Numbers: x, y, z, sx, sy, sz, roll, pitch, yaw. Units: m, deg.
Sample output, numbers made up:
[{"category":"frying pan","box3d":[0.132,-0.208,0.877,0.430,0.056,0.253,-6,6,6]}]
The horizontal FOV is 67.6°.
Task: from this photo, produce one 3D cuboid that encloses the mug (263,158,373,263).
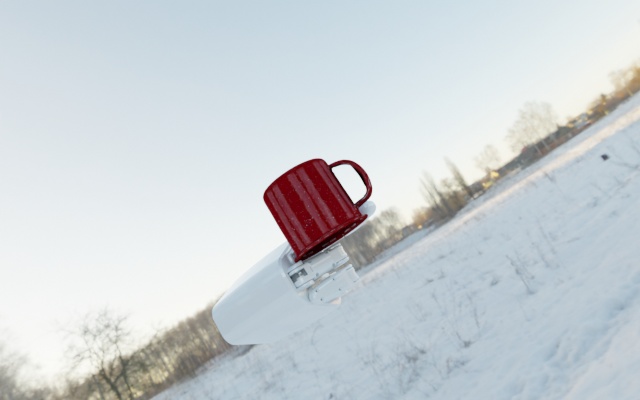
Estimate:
[{"category":"mug","box3d":[0.001,0.001,0.511,0.117,0.081,0.093,-36,-11,17]}]
